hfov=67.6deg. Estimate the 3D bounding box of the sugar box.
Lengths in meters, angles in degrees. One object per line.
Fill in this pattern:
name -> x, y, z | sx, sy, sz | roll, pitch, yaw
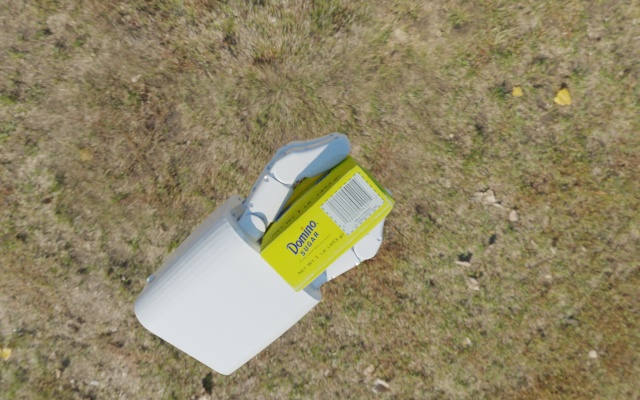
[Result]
sugar box -> 0.000, 0.001, 0.402 | 0.093, 0.048, 0.176 | -42, 13, 5
